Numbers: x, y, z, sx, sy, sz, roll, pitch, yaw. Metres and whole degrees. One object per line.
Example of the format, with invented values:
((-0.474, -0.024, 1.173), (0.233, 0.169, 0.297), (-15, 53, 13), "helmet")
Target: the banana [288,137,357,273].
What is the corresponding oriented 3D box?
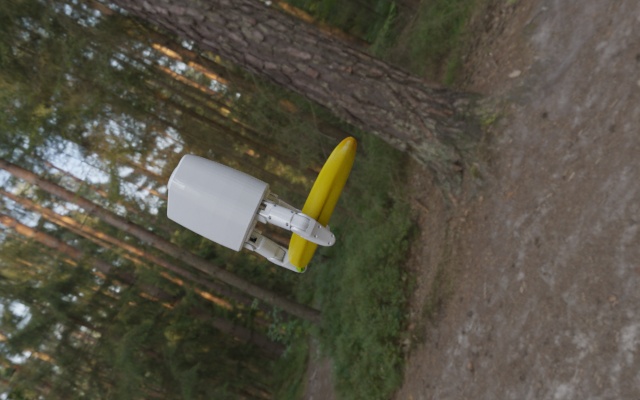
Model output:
((-0.002, 0.008, 0.618), (0.037, 0.198, 0.069), (23, 7, -2), "banana")
